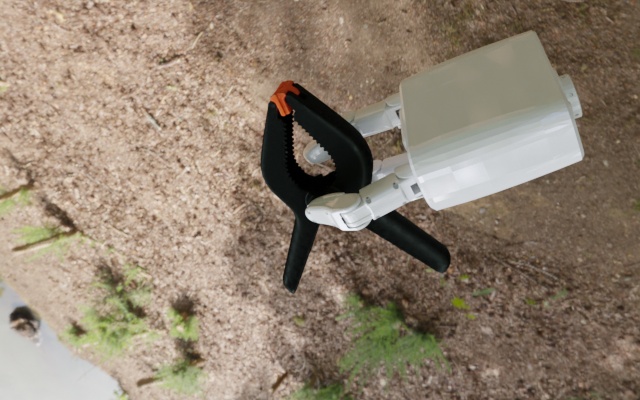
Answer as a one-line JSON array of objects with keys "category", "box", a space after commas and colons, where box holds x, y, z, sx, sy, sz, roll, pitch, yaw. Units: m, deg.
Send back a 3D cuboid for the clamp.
[{"category": "clamp", "box": [0.000, 0.001, 0.414, 0.164, 0.210, 0.036, -19, 28, 24]}]
